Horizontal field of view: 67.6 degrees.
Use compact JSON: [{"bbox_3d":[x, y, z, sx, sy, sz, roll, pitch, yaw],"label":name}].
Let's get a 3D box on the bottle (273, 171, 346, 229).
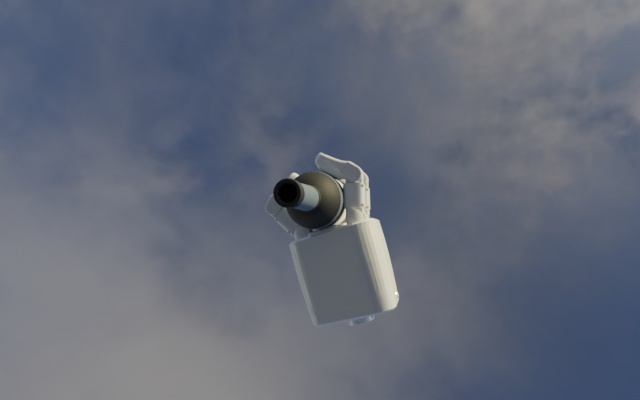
[{"bbox_3d":[0.000,0.002,0.581,0.069,0.069,0.296,0,-3,12],"label":"bottle"}]
